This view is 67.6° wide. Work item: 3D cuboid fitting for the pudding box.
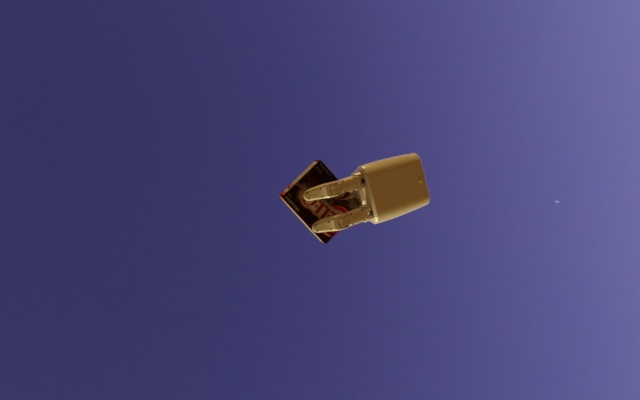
[{"bbox_3d":[0.000,0.003,0.796,0.090,0.113,0.039,-45,12,-9],"label":"pudding box"}]
